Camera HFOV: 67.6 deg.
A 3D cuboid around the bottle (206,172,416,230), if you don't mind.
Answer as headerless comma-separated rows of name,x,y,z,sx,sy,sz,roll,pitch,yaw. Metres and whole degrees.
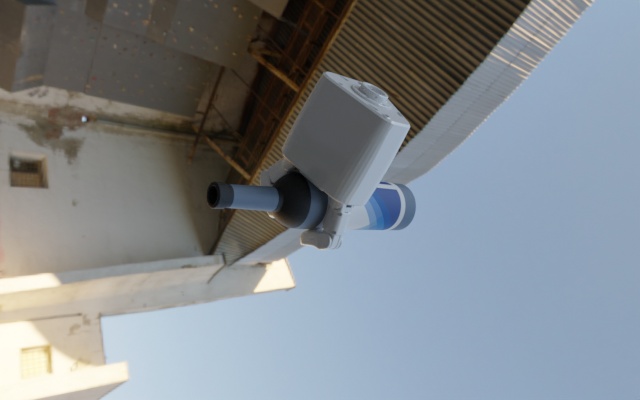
bottle,0.000,0.002,0.581,0.296,0.069,0.069,4,-3,-42
